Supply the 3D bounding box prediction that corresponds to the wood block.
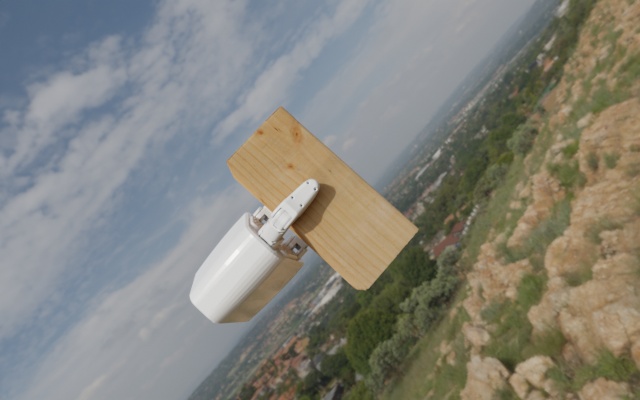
[{"bbox_3d":[0.000,0.002,0.559,0.206,0.090,0.091,42,-10,3],"label":"wood block"}]
